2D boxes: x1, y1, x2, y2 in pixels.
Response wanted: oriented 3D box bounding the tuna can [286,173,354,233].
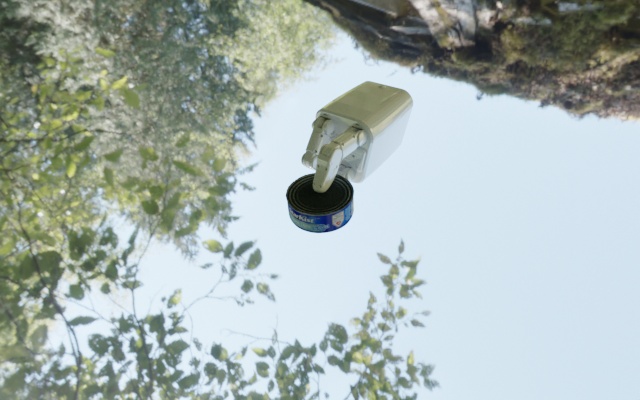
[{"bbox_3d":[0.000,0.002,0.607,0.086,0.034,0.086,-3,39,2],"label":"tuna can"}]
